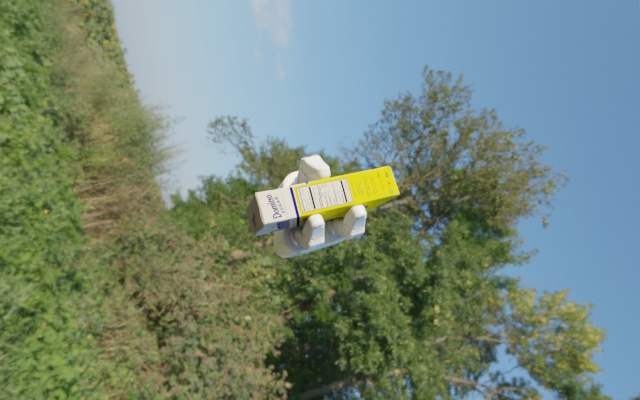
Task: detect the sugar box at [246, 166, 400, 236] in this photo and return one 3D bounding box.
[{"bbox_3d":[0.000,0.003,0.604,0.176,0.048,0.093,-15,-9,-18],"label":"sugar box"}]
